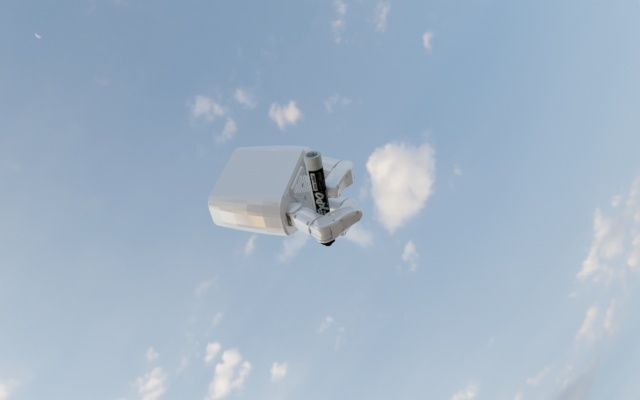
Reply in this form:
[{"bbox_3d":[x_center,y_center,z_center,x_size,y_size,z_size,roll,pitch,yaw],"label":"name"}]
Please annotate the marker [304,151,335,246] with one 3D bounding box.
[{"bbox_3d":[0.000,0.002,0.539,0.020,0.121,0.020,-7,32,5],"label":"marker"}]
